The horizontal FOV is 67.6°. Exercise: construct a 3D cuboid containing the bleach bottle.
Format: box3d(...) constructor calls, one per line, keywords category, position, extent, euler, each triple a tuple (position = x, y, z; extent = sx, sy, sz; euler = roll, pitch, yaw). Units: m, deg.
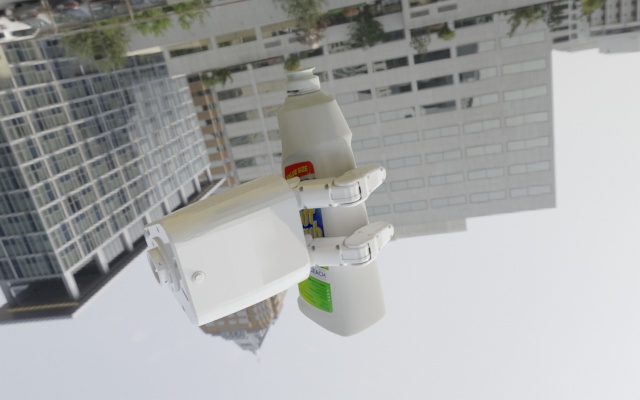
box3d(category="bleach bottle", position=(0.000, 0.002, 0.462), extent=(0.068, 0.251, 0.102), euler=(-22, 21, -29))
